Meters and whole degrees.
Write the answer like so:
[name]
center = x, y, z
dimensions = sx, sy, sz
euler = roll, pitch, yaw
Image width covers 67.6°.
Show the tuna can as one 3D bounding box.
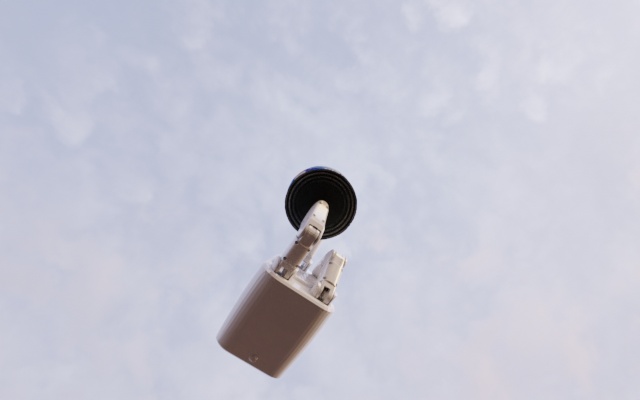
[tuna can]
center = 0.000, 0.002, 0.577
dimensions = 0.086, 0.086, 0.033
euler = 0, 12, -2
